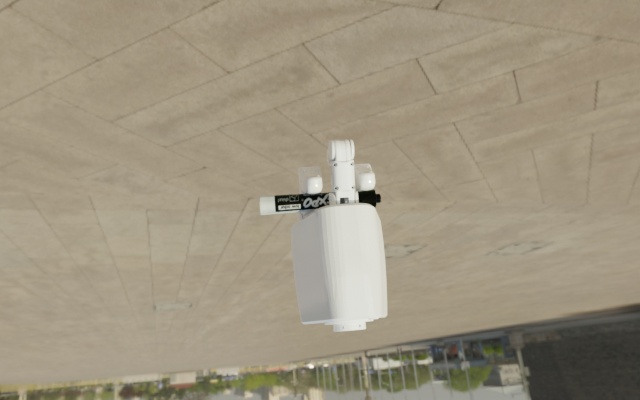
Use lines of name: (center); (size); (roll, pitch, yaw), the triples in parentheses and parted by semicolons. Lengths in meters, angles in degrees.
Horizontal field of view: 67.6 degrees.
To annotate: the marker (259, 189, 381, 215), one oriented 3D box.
marker: (0.000, 0.001, 0.475); (0.121, 0.020, 0.020); (-3, 0, -6)
